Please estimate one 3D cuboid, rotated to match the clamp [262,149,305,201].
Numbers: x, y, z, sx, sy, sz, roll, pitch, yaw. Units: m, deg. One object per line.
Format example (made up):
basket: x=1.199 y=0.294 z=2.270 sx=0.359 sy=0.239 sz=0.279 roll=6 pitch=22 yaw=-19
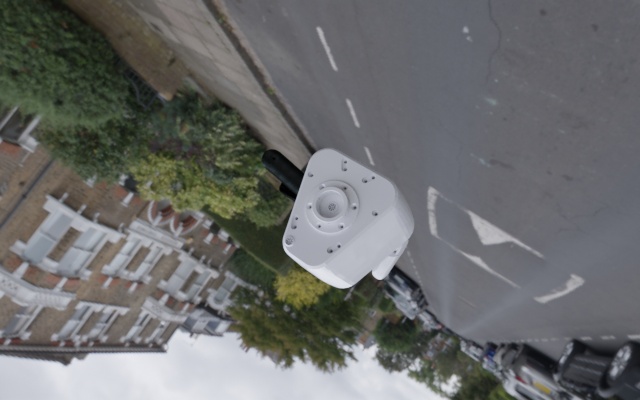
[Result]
clamp: x=0.000 y=0.002 z=0.570 sx=0.171 sy=0.039 sz=0.120 roll=32 pitch=-5 yaw=23
